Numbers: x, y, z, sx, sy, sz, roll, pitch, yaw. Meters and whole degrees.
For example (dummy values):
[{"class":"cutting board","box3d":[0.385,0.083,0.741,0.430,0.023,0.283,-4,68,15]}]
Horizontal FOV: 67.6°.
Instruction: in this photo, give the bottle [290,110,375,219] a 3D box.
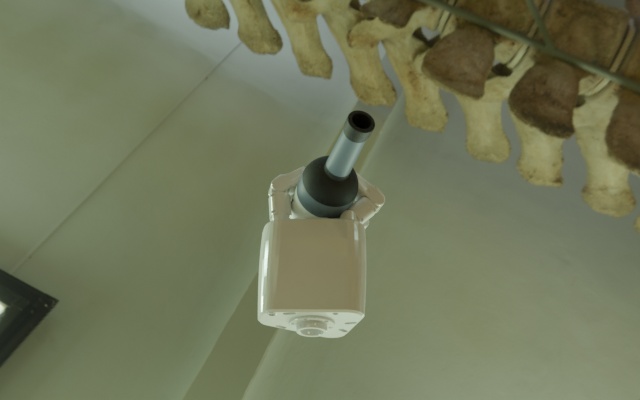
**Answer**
[{"class":"bottle","box3d":[0.000,0.002,0.566,0.069,0.069,0.296,0,-31,-18]}]
